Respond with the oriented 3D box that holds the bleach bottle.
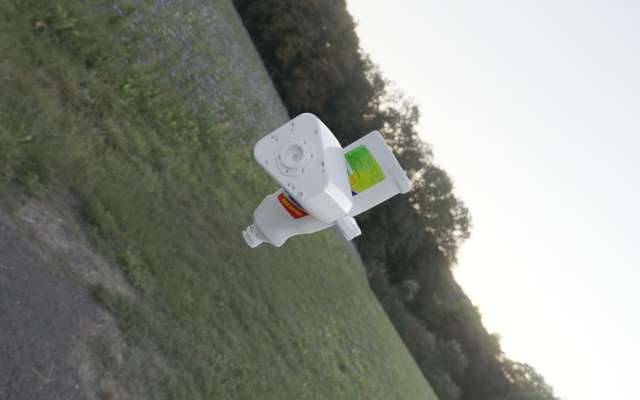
[{"bbox_3d":[0.000,0.002,0.707,0.251,0.102,0.068,-31,-22,7],"label":"bleach bottle"}]
